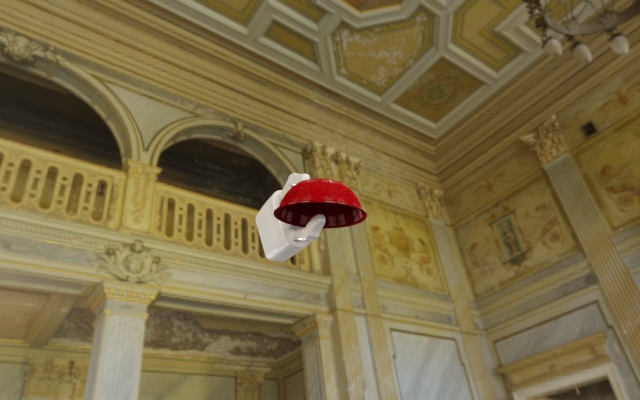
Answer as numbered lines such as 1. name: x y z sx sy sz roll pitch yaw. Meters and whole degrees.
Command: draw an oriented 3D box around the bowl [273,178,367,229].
1. bowl: 0.001 0.002 0.831 0.162 0.055 0.162 2 -18 1
